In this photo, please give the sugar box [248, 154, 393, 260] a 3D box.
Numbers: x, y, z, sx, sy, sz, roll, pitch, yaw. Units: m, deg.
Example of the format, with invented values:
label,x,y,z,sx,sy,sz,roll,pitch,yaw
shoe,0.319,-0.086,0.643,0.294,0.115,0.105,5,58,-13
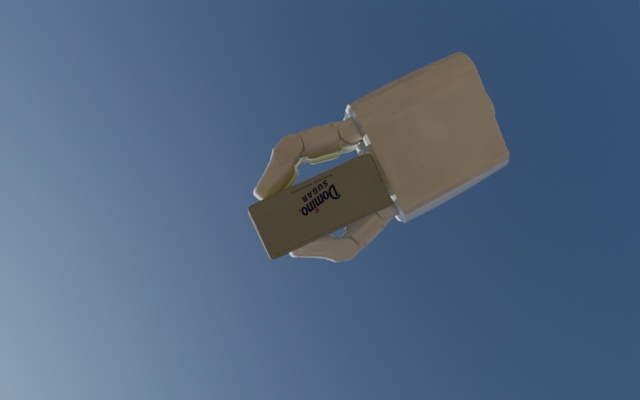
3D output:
label,x,y,z,sx,sy,sz,roll,pitch,yaw
sugar box,0.000,0.001,0.401,0.093,0.048,0.176,-25,-1,0
